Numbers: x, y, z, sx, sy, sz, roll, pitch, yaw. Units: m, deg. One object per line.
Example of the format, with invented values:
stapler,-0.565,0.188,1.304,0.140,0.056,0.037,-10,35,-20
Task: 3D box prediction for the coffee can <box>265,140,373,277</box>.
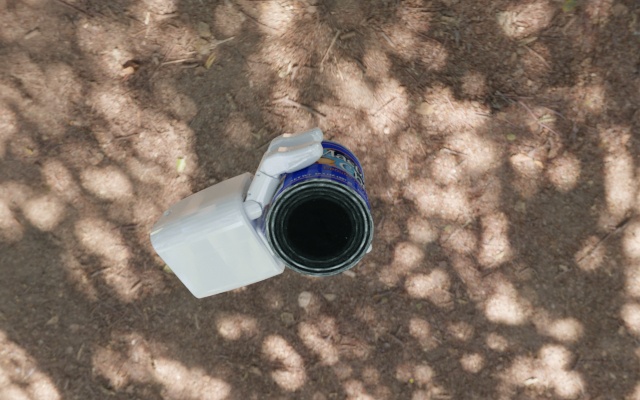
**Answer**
coffee can,0.000,0.002,0.513,0.103,0.103,0.140,0,22,1
